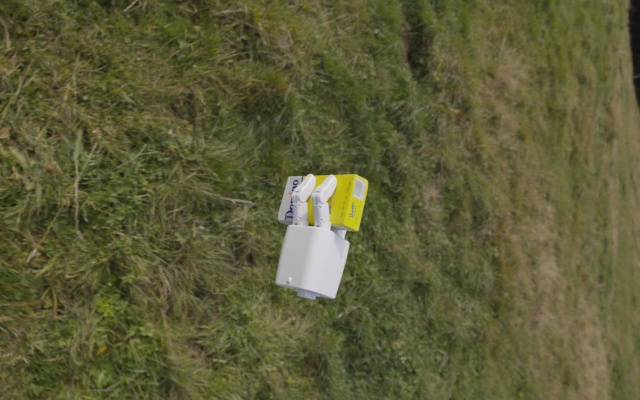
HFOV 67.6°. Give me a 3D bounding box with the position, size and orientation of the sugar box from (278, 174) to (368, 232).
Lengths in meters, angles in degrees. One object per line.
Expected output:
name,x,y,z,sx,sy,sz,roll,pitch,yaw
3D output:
sugar box,0.000,0.003,0.866,0.176,0.093,0.048,1,-18,43
